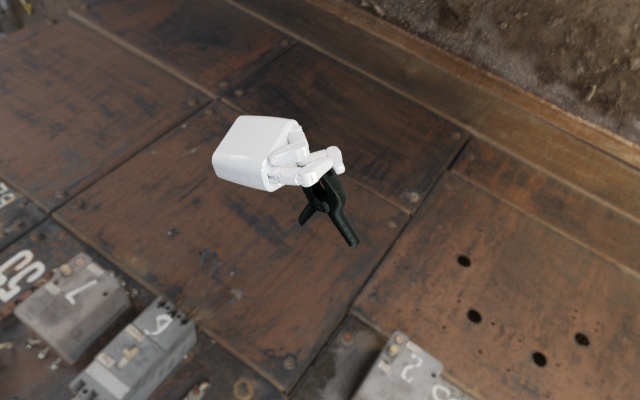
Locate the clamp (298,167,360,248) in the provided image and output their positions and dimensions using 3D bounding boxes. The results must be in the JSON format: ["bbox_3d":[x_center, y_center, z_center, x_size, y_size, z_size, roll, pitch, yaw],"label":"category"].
[{"bbox_3d":[0.000,0.003,0.785,0.120,0.172,0.039,10,44,28],"label":"clamp"}]
